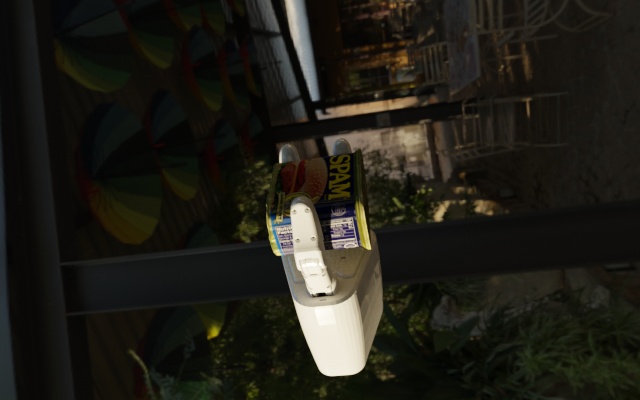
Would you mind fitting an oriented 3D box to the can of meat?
[{"bbox_3d":[0.000,0.001,0.434,0.084,0.057,0.102,-7,36,9],"label":"can of meat"}]
